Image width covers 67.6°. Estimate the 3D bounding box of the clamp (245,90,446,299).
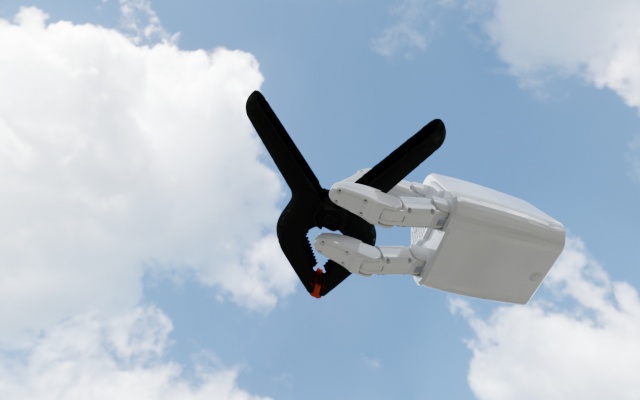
[{"bbox_3d":[0.000,0.001,0.437,0.164,0.210,0.036,15,33,-2],"label":"clamp"}]
